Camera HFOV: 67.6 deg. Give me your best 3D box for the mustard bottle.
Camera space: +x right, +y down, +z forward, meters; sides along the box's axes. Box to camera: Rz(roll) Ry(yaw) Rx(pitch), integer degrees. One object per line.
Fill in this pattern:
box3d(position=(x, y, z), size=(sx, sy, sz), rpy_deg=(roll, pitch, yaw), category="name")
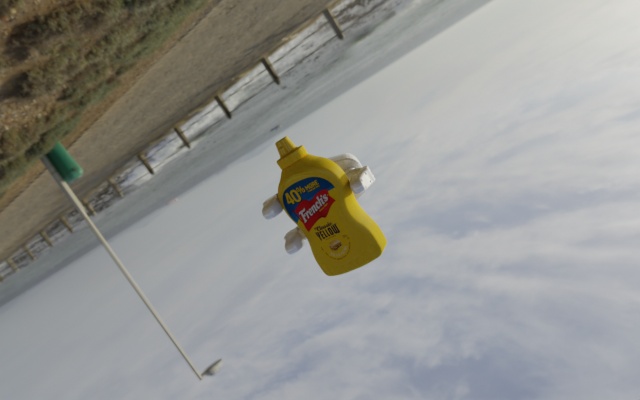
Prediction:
box3d(position=(0.000, 0.002, 0.622), size=(0.096, 0.191, 0.058), rpy_deg=(-26, 11, 31), category="mustard bottle")
